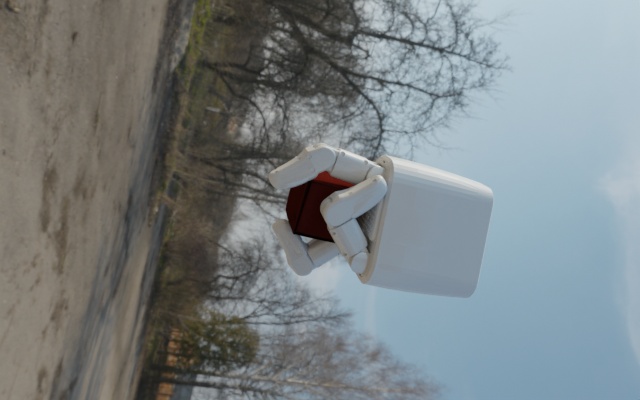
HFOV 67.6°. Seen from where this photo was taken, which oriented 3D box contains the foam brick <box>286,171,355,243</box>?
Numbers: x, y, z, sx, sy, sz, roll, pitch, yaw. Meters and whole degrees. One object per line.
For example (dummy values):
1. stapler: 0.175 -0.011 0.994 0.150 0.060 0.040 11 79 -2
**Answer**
1. foam brick: 0.000 0.001 0.455 0.051 0.053 0.078 13 15 -13
